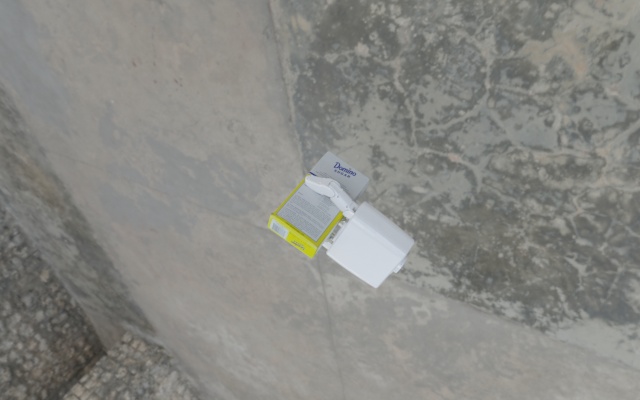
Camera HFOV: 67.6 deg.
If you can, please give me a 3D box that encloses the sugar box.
[{"bbox_3d":[0.000,0.003,0.805,0.093,0.176,0.048,35,-37,7],"label":"sugar box"}]
